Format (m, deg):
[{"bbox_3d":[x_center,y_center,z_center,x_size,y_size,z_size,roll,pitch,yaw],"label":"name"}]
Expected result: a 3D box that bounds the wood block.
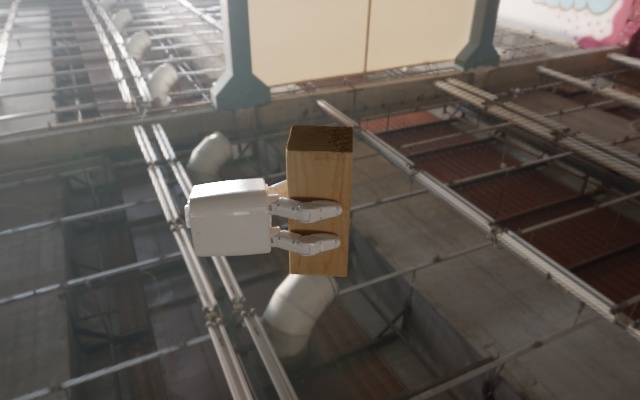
[{"bbox_3d":[0.000,0.002,0.704,0.090,0.206,0.090,2,31,2],"label":"wood block"}]
